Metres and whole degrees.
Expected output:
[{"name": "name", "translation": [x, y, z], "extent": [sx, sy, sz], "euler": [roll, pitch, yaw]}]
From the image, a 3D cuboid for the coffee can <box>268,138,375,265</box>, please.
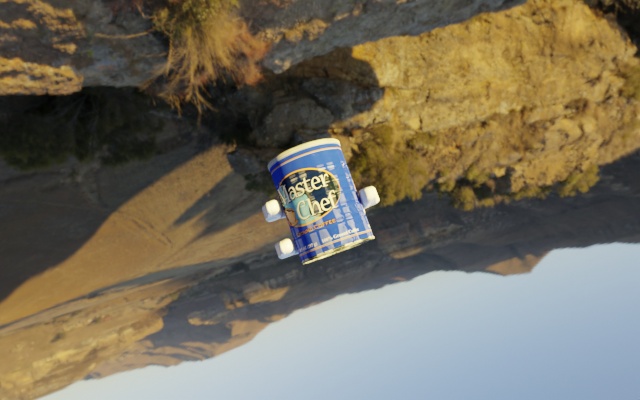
[{"name": "coffee can", "translation": [0.000, 0.002, 0.637], "extent": [0.103, 0.140, 0.103], "euler": [-19, -8, -3]}]
